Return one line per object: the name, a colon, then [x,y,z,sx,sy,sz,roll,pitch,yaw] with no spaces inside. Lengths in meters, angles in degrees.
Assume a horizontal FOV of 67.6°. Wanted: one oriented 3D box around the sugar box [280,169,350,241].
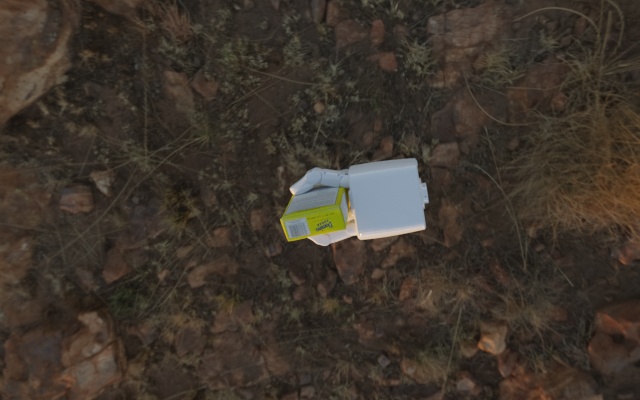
sugar box: [0.000,0.003,0.773,0.093,0.048,0.176,-12,17,13]
